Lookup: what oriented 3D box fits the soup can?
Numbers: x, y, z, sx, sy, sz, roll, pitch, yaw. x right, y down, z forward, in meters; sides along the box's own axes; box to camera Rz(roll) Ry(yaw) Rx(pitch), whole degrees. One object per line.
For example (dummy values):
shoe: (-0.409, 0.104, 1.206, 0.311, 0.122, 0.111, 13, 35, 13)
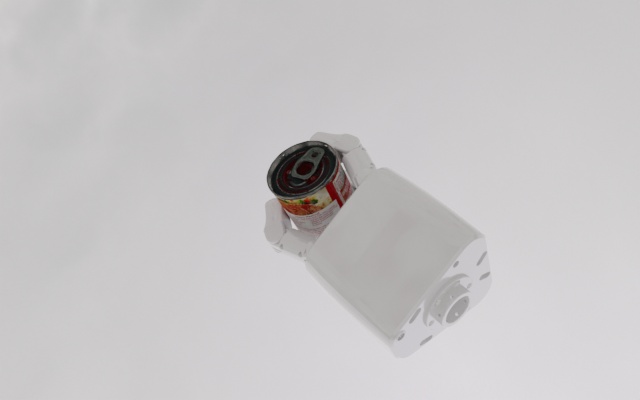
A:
soup can: (0.000, 0.002, 0.461, 0.068, 0.068, 0.102, 0, -37, 25)
